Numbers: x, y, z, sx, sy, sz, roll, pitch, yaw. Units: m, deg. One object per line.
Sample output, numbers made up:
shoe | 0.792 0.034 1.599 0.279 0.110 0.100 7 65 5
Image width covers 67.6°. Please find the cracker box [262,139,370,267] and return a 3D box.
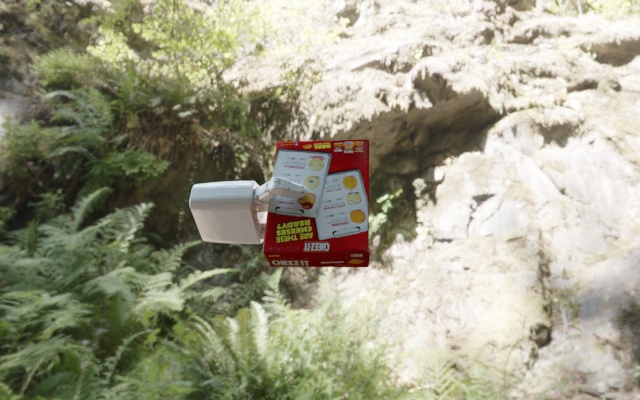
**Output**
cracker box | 0.000 0.002 0.796 0.164 0.213 0.072 -1 -30 7
